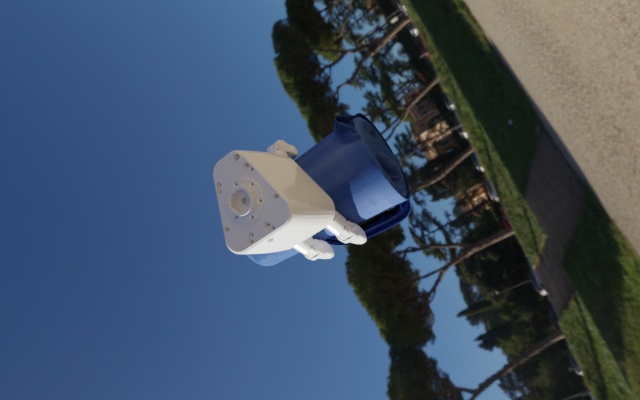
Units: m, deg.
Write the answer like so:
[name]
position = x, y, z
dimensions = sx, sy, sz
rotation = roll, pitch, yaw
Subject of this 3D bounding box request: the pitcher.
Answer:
[pitcher]
position = 0.000, 0.002, 0.679
dimensions = 0.243, 0.149, 0.145
rotation = -31, -12, 21
